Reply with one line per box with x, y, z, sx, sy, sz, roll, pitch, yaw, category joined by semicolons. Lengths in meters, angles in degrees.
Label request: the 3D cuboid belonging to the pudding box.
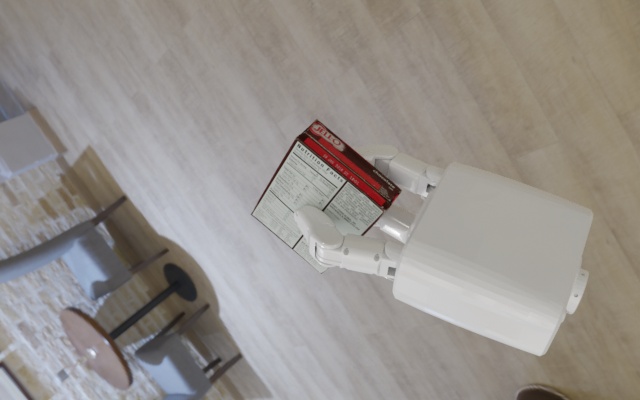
0.000;0.001;0.405;0.039;0.090;0.113;-47;-4;-46;pudding box
